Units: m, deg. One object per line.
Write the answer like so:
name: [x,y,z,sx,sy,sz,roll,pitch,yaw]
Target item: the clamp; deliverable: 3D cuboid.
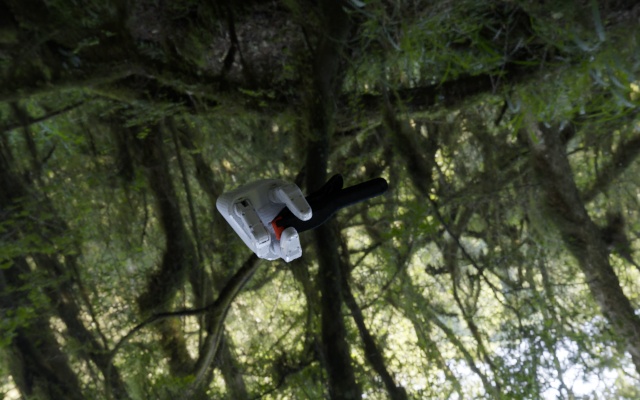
clamp: [0.000,0.003,0.690,0.171,0.039,0.120,-24,13,-20]
